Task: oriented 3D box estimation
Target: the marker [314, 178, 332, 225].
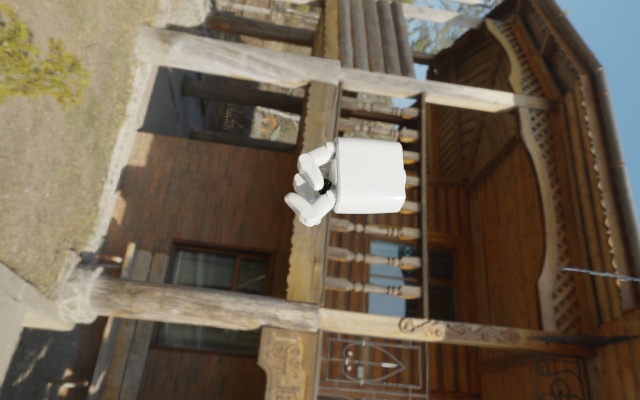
[{"bbox_3d":[0.000,0.003,0.764,0.020,0.020,0.121,0,-31,-10],"label":"marker"}]
